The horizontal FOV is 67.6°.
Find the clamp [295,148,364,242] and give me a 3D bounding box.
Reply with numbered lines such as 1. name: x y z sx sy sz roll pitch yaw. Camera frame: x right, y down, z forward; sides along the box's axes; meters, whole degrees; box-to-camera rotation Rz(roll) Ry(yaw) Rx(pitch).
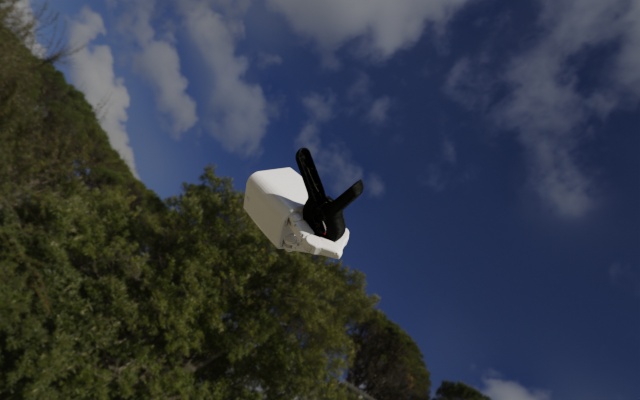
1. clamp: 0.001 0.002 0.730 0.039 0.172 0.120 -26 58 -35
